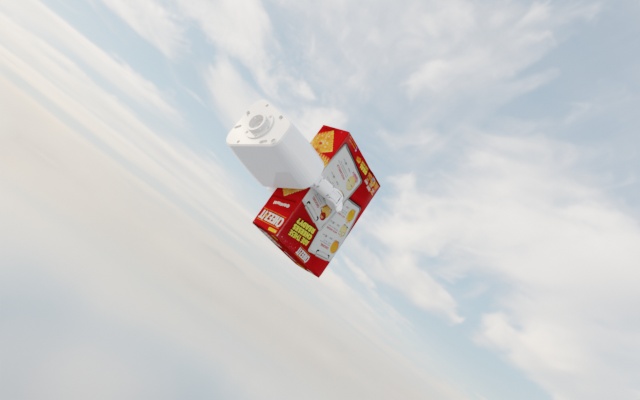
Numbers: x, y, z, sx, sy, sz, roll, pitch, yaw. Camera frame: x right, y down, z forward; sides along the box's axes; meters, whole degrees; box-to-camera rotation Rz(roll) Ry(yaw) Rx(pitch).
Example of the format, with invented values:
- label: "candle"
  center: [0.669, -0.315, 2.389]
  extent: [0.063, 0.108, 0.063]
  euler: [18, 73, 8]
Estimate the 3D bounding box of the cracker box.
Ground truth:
- label: "cracker box"
  center: [0.000, 0.003, 0.836]
  extent: [0.072, 0.213, 0.164]
  euler: [24, -19, 38]
